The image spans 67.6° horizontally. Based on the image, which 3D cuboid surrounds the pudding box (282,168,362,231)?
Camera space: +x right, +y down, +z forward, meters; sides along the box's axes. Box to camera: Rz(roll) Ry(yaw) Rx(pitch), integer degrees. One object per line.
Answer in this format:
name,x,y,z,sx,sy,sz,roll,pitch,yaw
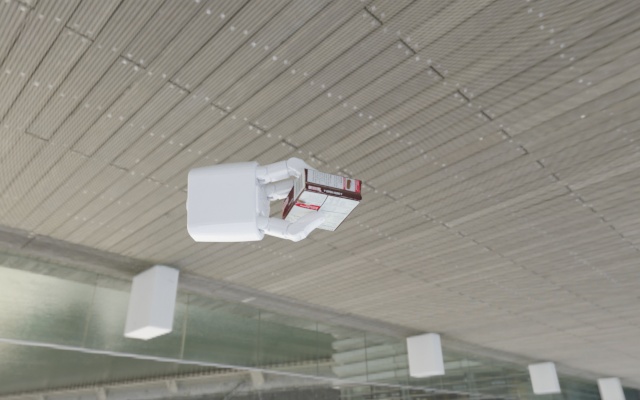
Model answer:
pudding box,0.000,0.002,0.713,0.090,0.039,0.113,11,-29,-17
